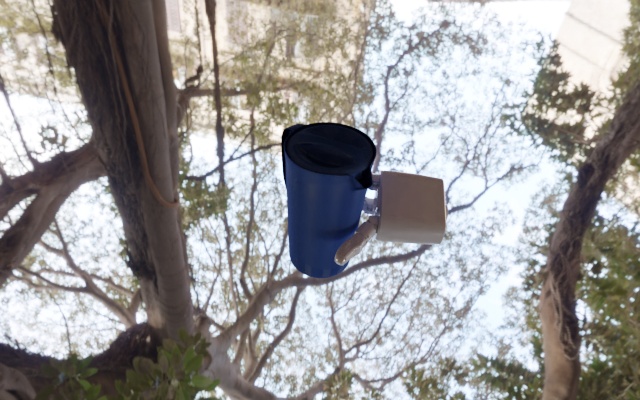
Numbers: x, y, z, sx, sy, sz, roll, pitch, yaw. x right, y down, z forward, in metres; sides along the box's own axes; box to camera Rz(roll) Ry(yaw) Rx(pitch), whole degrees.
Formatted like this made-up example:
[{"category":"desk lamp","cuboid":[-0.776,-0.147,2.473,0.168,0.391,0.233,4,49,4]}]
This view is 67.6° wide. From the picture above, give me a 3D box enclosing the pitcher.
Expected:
[{"category":"pitcher","cuboid":[0.000,0.003,0.763,0.145,0.243,0.149,6,41,0]}]
